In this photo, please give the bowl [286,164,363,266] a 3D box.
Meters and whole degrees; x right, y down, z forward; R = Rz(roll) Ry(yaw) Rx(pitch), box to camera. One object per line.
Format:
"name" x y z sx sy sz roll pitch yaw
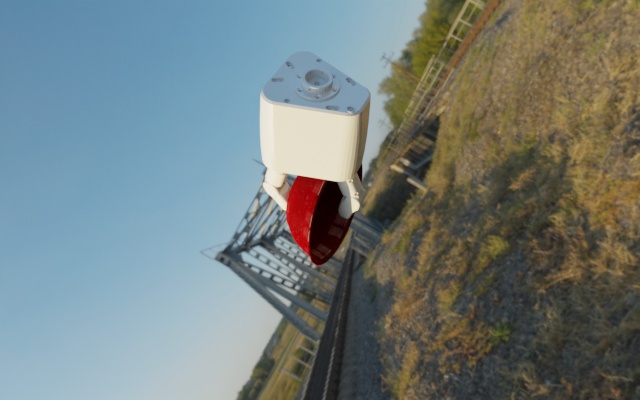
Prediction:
"bowl" 0.000 0.003 0.639 0.055 0.162 0.162 18 7 21
